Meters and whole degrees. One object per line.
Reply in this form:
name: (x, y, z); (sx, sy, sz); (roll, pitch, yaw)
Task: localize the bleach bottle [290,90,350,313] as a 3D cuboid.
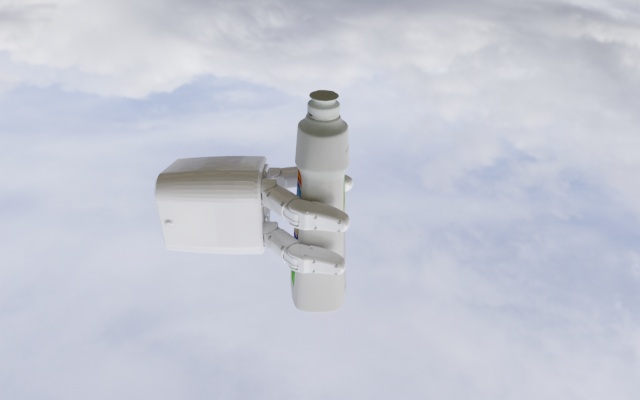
bleach bottle: (0.000, 0.002, 0.520); (0.068, 0.251, 0.102); (0, 34, -2)
